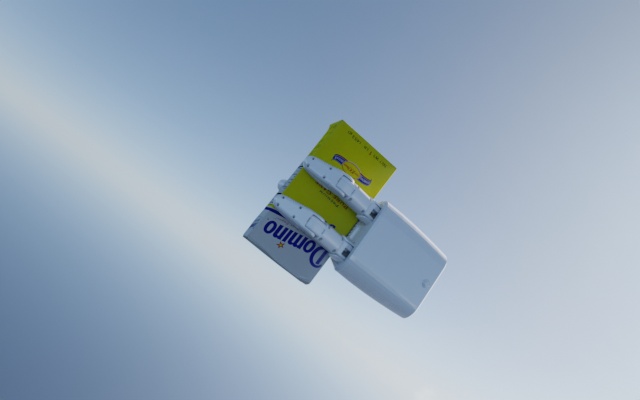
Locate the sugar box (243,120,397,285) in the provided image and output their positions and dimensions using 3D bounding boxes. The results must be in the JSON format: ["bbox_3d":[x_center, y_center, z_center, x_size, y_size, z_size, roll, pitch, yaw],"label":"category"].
[{"bbox_3d":[0.000,0.002,0.562,0.093,0.176,0.048,39,-12,-13],"label":"sugar box"}]
